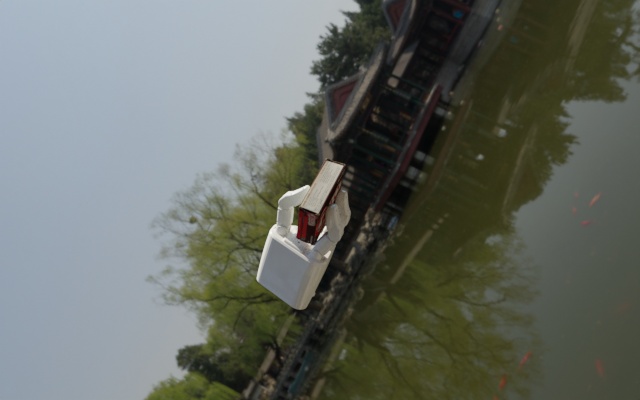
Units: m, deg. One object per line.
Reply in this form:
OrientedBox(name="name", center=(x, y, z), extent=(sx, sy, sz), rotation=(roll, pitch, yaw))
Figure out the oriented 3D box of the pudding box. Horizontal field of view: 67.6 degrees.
OrientedBox(name="pudding box", center=(0.000, 0.002, 0.768), extent=(0.039, 0.113, 0.090), rotation=(21, -35, 7))
